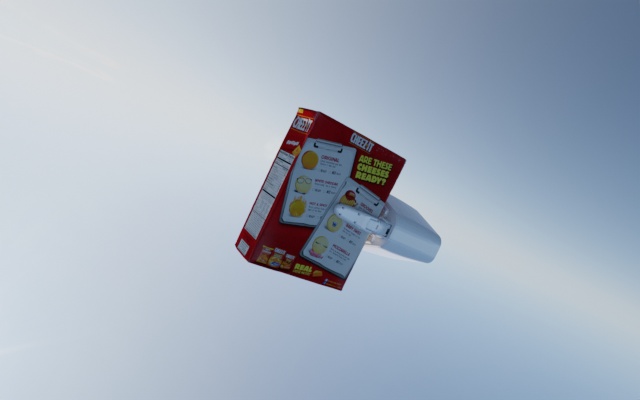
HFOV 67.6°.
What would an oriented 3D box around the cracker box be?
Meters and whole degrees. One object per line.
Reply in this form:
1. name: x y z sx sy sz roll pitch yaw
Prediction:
1. cracker box: 0.000 0.002 0.667 0.164 0.214 0.072 23 4 -33
